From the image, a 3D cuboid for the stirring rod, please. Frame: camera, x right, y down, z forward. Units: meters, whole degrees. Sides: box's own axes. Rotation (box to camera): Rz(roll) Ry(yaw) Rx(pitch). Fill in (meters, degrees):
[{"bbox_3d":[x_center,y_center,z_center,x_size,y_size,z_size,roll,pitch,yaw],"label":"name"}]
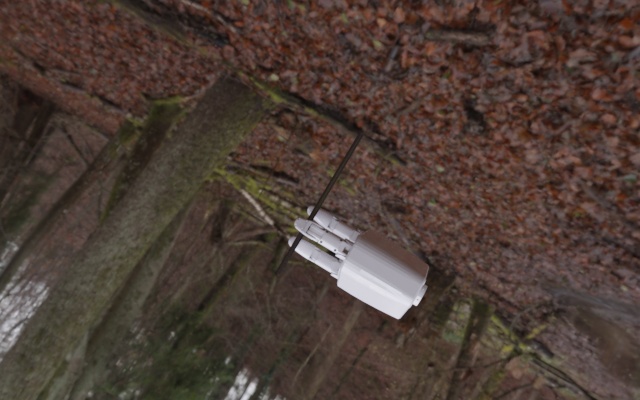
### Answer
[{"bbox_3d":[0.000,0.002,0.703,0.011,0.239,0.011,31,-6,4],"label":"stirring rod"}]
